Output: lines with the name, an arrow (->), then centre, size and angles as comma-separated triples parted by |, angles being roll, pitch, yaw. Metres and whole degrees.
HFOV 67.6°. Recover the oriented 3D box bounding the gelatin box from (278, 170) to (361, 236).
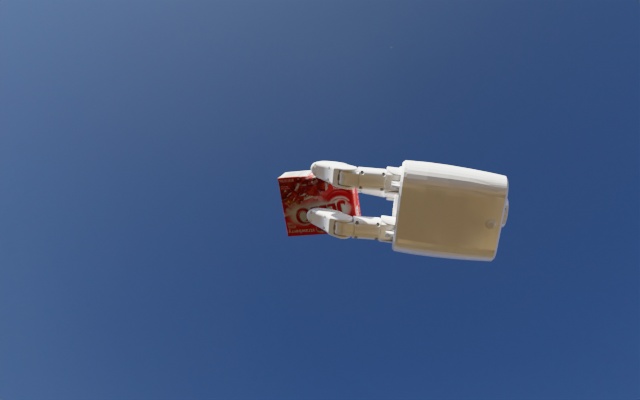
gelatin box -> 0.000, 0.002, 0.558 | 0.089, 0.073, 0.030 | -4, 15, 18
